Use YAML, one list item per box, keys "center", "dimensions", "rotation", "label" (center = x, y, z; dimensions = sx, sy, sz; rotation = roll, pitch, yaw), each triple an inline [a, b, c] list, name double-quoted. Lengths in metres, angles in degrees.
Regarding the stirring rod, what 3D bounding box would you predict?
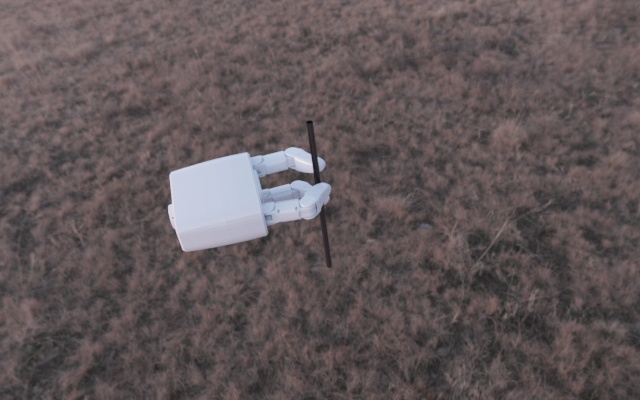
- center: [0.000, 0.002, 0.642]
  dimensions: [0.011, 0.240, 0.011]
  rotation: [-5, 37, 4]
  label: "stirring rod"
